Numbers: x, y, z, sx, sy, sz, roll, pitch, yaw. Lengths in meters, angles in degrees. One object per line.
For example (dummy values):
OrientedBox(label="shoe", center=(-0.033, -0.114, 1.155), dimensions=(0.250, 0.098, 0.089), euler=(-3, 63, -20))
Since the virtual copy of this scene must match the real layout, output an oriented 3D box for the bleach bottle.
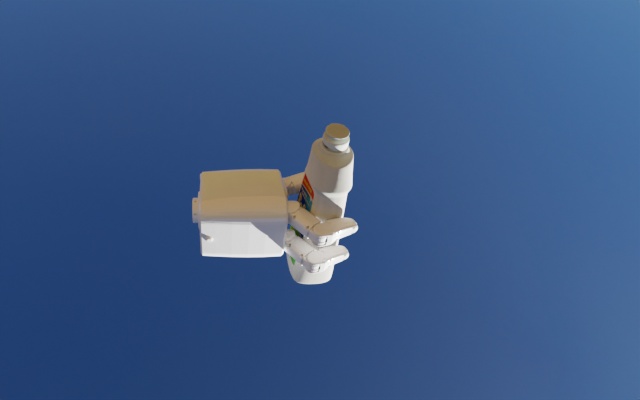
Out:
OrientedBox(label="bleach bottle", center=(0.000, 0.002, 0.636), dimensions=(0.068, 0.102, 0.251), euler=(-1, -44, -12))
